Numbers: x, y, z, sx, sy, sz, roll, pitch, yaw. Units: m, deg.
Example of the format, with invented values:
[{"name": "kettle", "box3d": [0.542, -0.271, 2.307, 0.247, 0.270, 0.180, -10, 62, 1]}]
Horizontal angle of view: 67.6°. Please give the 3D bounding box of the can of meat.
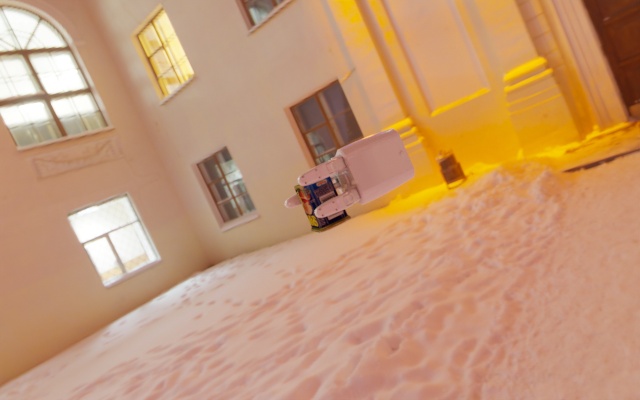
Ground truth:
[{"name": "can of meat", "box3d": [0.000, 0.002, 0.787, 0.057, 0.084, 0.102, -25, 4, -11]}]
